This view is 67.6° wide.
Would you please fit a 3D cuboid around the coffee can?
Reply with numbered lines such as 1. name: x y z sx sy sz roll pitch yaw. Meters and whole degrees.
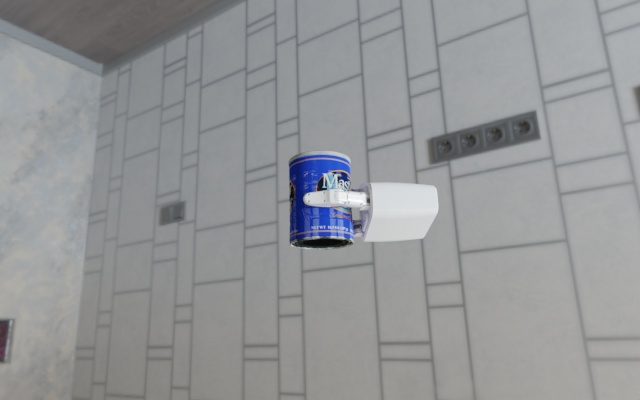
1. coffee can: 0.000 0.002 0.774 0.103 0.140 0.103 -2 -15 0
